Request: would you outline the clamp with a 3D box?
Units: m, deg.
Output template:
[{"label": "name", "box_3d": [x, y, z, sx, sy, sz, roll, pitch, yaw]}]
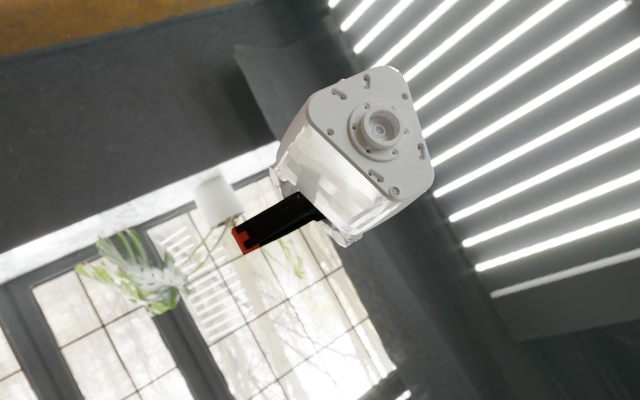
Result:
[{"label": "clamp", "box_3d": [0.000, 0.003, 0.521, 0.210, 0.036, 0.164, -28, -8, -21]}]
